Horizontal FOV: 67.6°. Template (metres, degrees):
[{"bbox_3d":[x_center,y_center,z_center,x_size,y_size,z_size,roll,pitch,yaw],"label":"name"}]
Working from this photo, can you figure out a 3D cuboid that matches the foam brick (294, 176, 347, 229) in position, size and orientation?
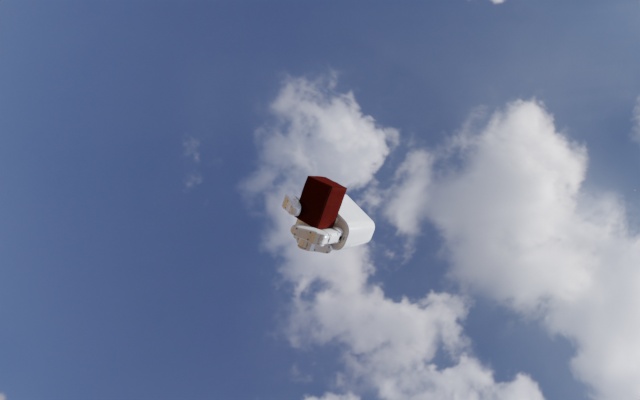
[{"bbox_3d":[0.000,0.002,0.804,0.053,0.078,0.051,29,17,31],"label":"foam brick"}]
